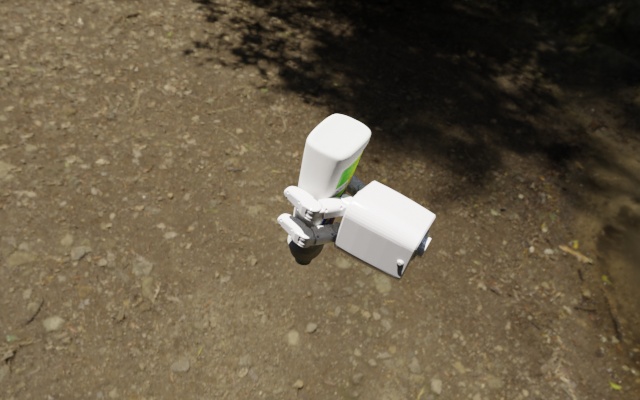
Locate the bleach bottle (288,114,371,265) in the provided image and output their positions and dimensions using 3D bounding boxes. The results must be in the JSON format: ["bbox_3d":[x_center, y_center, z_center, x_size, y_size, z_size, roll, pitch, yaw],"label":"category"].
[{"bbox_3d":[0.000,0.002,0.712,0.068,0.251,0.102,29,44,14],"label":"bleach bottle"}]
